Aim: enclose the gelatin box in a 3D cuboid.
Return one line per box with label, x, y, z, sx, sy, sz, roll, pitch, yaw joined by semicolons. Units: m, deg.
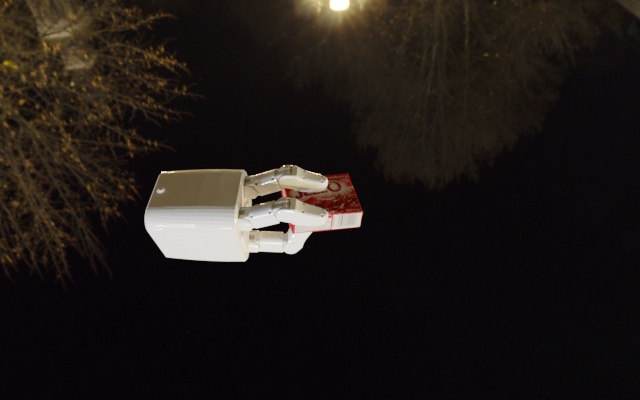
gelatin box;0.000;0.002;0.596;0.089;0.030;0.073;-5;44;-13
